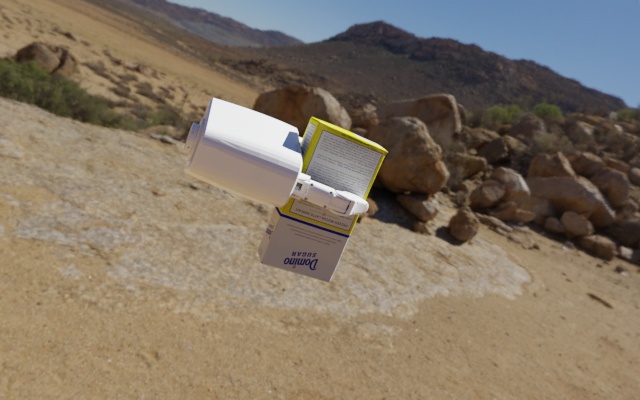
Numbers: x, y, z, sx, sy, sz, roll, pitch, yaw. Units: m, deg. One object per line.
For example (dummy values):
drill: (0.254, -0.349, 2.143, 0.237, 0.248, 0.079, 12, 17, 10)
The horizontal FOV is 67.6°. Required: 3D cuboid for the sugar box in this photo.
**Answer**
sugar box: (0.000, 0.002, 0.565, 0.093, 0.176, 0.048, 20, 13, -20)
